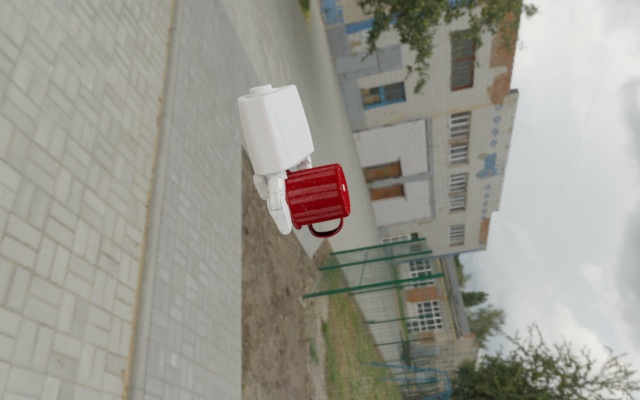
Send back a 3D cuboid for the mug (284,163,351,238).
[{"bbox_3d":[0.001,0.004,0.712,0.081,0.117,0.093,-11,18,10],"label":"mug"}]
